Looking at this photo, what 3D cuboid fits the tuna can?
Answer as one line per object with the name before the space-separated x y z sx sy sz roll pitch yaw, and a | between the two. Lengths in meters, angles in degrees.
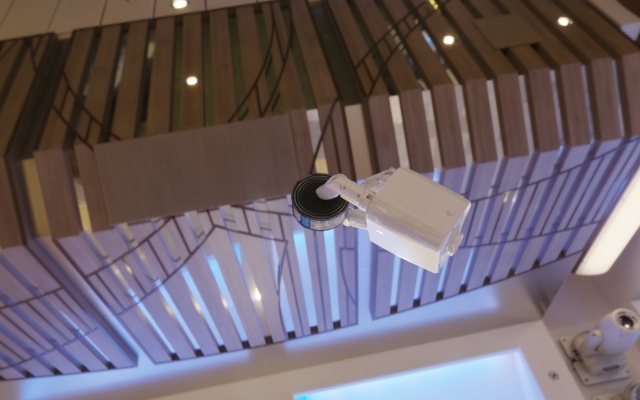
tuna can | 0.000 0.003 0.697 0.086 0.086 0.034 0 -38 -1
